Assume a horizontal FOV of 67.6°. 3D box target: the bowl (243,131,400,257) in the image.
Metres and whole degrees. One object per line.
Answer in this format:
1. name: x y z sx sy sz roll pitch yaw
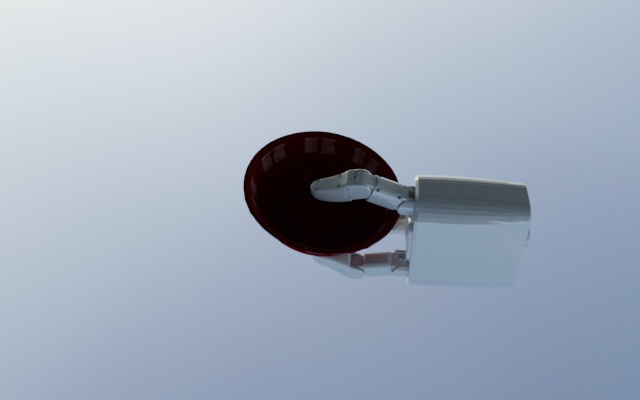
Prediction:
1. bowl: -0.001 0.001 0.501 0.162 0.162 0.055 0 -38 -10
